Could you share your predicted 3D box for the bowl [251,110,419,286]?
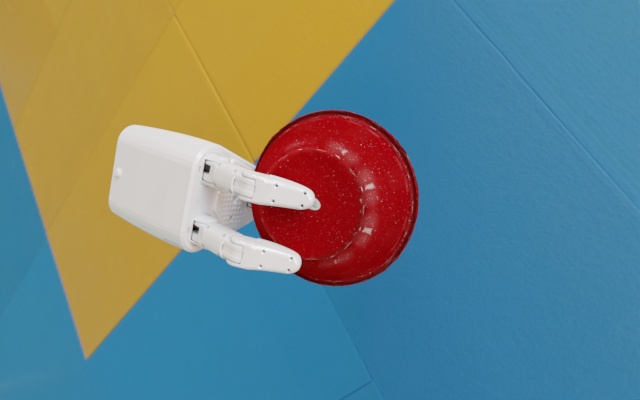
[{"bbox_3d":[0.001,0.001,0.412,0.162,0.162,0.055,0,5,20],"label":"bowl"}]
